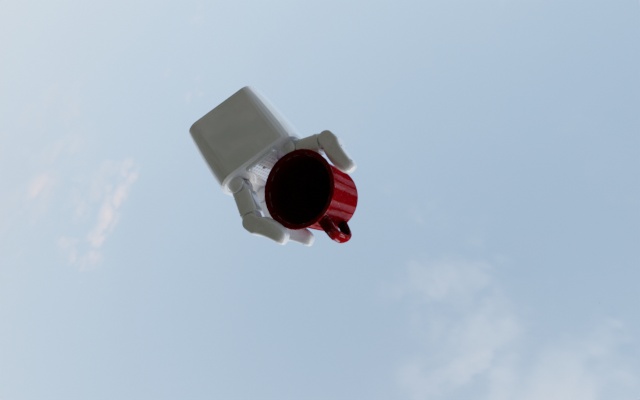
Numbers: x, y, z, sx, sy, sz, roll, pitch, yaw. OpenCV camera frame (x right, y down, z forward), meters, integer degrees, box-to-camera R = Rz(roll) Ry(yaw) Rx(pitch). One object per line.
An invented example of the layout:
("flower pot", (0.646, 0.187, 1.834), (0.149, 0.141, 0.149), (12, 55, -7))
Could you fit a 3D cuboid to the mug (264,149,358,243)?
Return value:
("mug", (0.001, 0.003, 0.568), (0.093, 0.117, 0.081), (-44, -26, 15))
